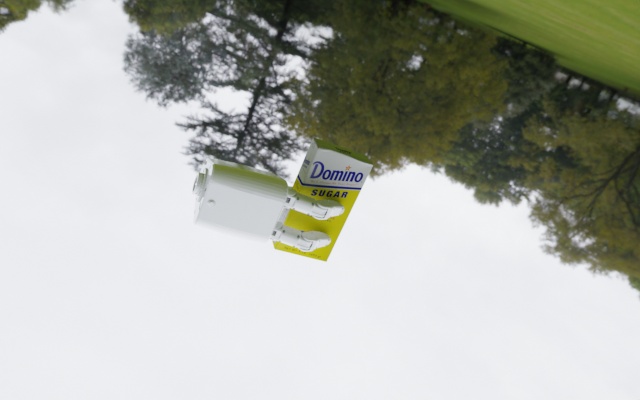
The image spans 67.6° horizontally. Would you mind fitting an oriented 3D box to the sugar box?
[{"bbox_3d":[0.000,0.003,0.724,0.093,0.176,0.048,16,23,-21],"label":"sugar box"}]
